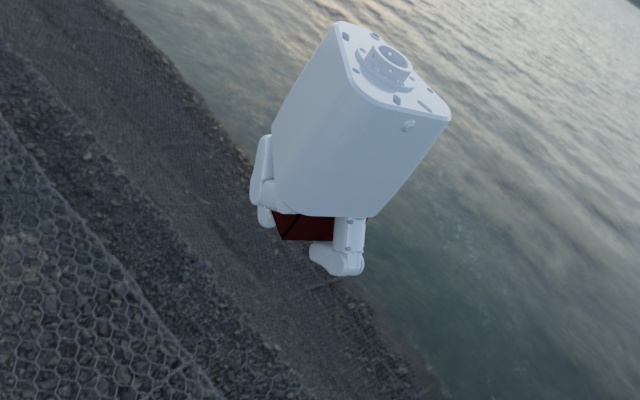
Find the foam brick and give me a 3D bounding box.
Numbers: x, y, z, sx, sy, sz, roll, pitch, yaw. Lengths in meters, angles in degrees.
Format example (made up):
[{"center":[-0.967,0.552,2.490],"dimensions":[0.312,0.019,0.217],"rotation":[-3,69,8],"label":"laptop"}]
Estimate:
[{"center":[0.000,0.001,0.432],"dimensions":[0.078,0.053,0.051],"rotation":[3,-41,-36],"label":"foam brick"}]
